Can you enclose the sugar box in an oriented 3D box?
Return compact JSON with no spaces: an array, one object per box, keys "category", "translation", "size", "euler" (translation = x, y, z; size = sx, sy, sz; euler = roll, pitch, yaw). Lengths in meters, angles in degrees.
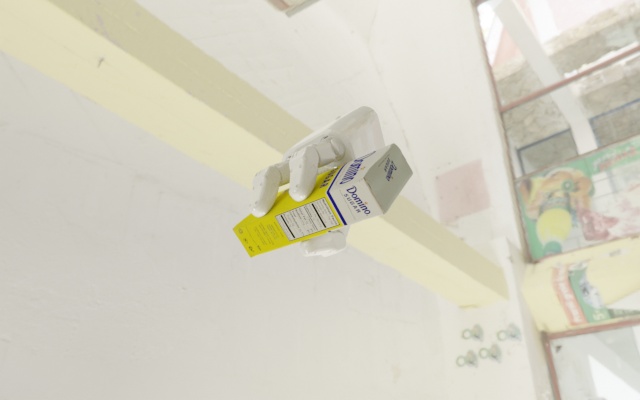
[{"category":"sugar box","translation":[0.000,0.001,0.496],"size":[0.176,0.048,0.093],"euler":[-24,13,35]}]
